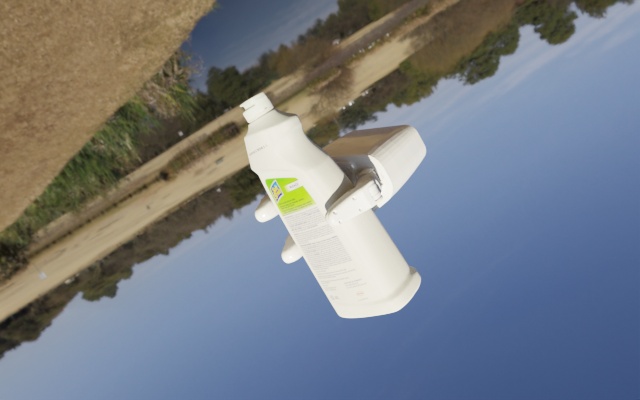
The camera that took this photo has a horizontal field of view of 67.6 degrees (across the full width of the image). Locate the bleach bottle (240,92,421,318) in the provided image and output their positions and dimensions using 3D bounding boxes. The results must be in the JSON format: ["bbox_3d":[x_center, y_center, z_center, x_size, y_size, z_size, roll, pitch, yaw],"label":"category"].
[{"bbox_3d":[0.000,0.002,0.495,0.102,0.251,0.068,-21,14,44],"label":"bleach bottle"}]
